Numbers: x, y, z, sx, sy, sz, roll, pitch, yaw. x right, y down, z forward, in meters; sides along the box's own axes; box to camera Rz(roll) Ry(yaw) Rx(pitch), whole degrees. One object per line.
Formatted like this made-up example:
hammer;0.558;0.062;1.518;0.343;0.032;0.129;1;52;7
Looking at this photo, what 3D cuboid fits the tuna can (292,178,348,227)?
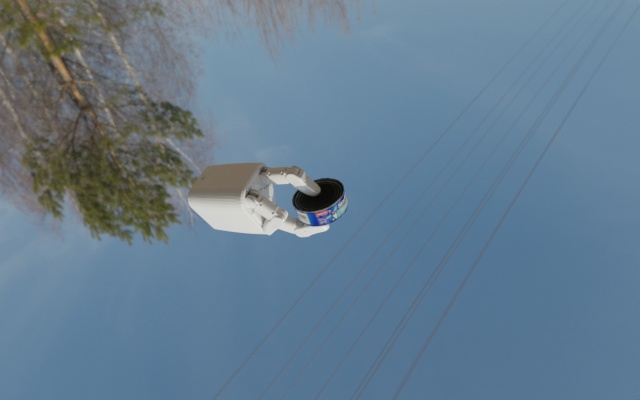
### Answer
tuna can;0.000;0.003;0.764;0.086;0.034;0.086;-13;36;9
